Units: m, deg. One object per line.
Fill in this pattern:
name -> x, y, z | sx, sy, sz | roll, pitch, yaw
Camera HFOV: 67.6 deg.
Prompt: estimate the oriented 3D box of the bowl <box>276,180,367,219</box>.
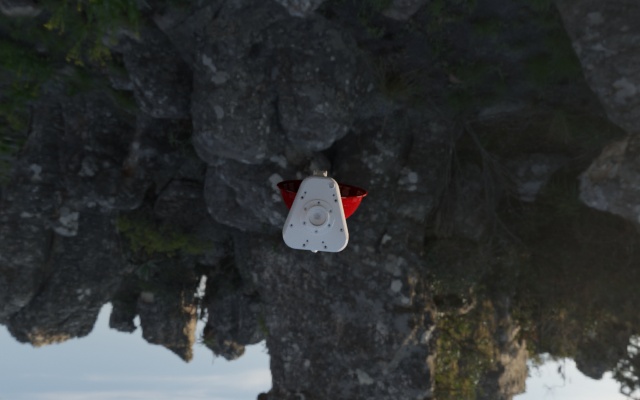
bowl -> 0.000, 0.003, 0.857 | 0.162, 0.055, 0.162 | 5, 12, -1
